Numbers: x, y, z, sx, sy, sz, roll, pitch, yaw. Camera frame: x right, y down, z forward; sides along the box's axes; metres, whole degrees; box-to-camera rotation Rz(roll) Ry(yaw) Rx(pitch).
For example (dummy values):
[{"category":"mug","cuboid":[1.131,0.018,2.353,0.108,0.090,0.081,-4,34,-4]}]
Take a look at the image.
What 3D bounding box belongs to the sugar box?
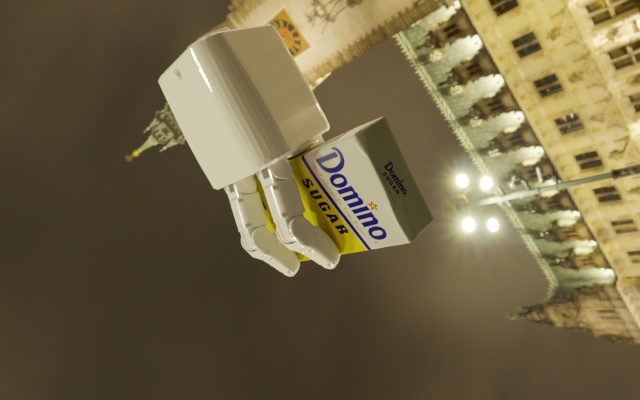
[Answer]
[{"category":"sugar box","cuboid":[0.000,0.002,0.415,0.176,0.093,0.048,-17,14,49]}]
